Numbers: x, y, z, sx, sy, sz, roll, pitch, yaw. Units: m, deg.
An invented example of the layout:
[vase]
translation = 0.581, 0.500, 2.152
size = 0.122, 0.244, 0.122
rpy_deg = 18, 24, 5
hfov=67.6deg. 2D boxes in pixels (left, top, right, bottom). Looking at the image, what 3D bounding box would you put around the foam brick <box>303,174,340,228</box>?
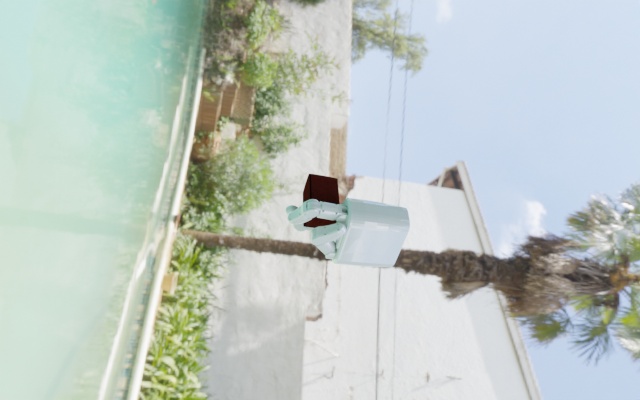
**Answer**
[foam brick]
translation = 0.000, 0.002, 0.809
size = 0.051, 0.078, 0.053
rpy_deg = 7, -38, -12
